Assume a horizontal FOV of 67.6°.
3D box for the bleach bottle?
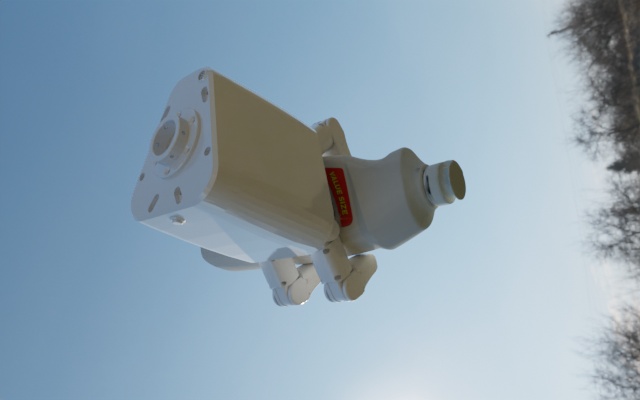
[{"bbox_3d":[0.000,0.001,0.413,0.251,0.102,0.068,-14,-27,37],"label":"bleach bottle"}]
